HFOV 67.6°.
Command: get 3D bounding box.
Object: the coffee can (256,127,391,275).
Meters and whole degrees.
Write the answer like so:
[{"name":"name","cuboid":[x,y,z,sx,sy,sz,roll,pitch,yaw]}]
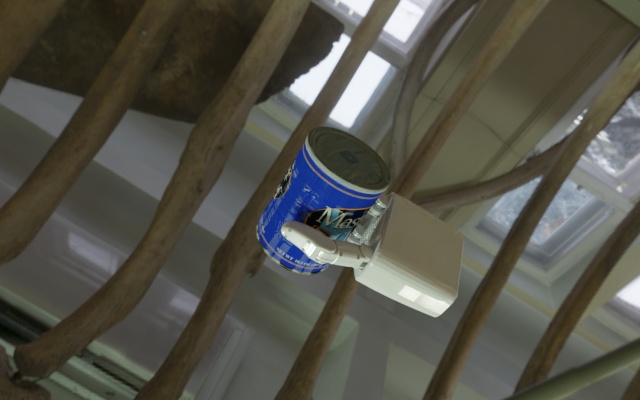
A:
[{"name":"coffee can","cuboid":[0.000,0.002,0.548,0.103,0.140,0.102,23,34,-16]}]
